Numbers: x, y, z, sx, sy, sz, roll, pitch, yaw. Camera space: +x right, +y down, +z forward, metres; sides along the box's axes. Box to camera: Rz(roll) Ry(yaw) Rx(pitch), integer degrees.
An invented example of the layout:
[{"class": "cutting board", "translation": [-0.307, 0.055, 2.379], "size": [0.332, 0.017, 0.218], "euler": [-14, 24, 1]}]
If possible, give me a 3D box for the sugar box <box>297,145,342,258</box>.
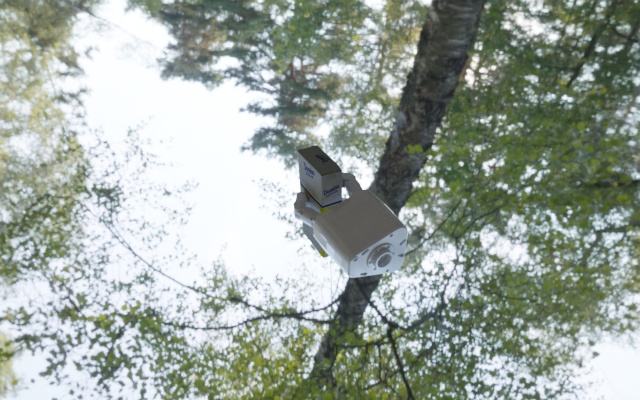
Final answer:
[{"class": "sugar box", "translation": [0.001, 0.003, 0.832], "size": [0.048, 0.176, 0.093], "euler": [-16, 39, -23]}]
